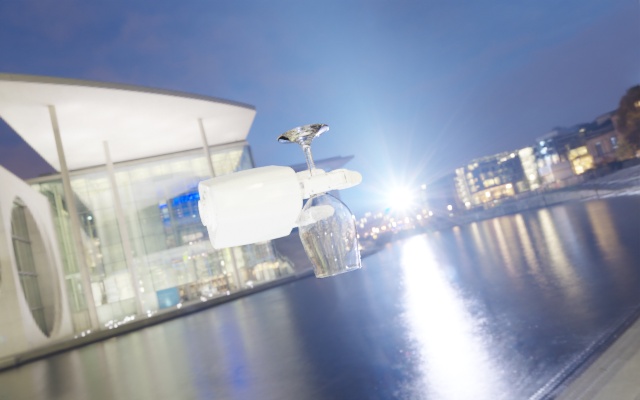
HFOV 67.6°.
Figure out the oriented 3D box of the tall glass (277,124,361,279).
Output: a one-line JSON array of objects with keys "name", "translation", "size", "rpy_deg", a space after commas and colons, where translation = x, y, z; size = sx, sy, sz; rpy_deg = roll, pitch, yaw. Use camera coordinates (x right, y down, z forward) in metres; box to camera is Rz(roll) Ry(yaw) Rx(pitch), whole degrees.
[{"name": "tall glass", "translation": [0.000, 0.001, 0.655], "size": [0.079, 0.201, 0.079], "rpy_deg": [-15, -6, -2]}]
